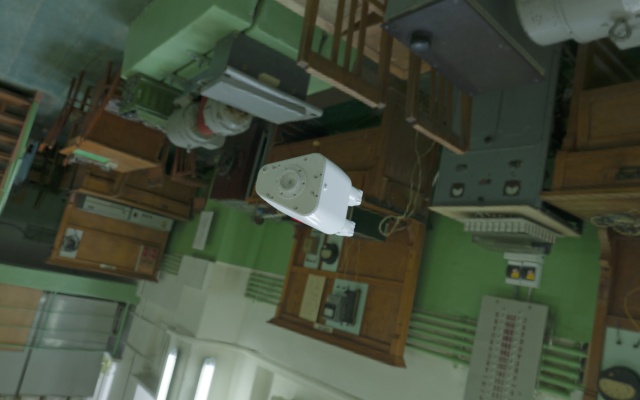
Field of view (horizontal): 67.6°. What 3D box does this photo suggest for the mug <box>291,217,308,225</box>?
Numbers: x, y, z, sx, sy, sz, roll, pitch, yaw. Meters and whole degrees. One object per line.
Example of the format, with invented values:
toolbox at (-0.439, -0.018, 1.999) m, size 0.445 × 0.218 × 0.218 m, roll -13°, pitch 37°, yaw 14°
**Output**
mug at (0.001, 0.003, 0.832) m, size 0.093 × 0.081 × 0.117 m, roll 7°, pitch -13°, yaw 25°
